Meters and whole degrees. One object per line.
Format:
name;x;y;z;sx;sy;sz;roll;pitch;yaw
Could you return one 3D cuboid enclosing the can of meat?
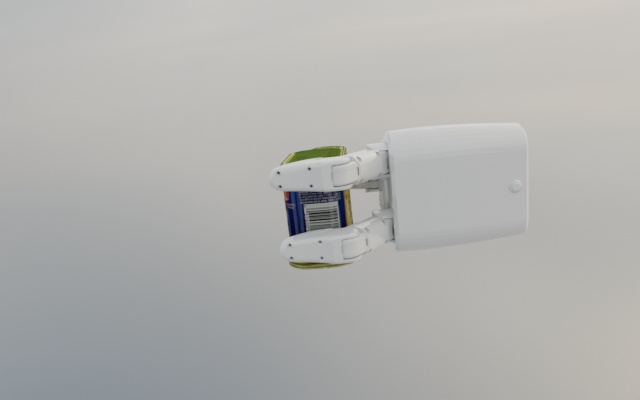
can of meat;0.000;0.001;0.413;0.057;0.084;0.102;-5;14;5
